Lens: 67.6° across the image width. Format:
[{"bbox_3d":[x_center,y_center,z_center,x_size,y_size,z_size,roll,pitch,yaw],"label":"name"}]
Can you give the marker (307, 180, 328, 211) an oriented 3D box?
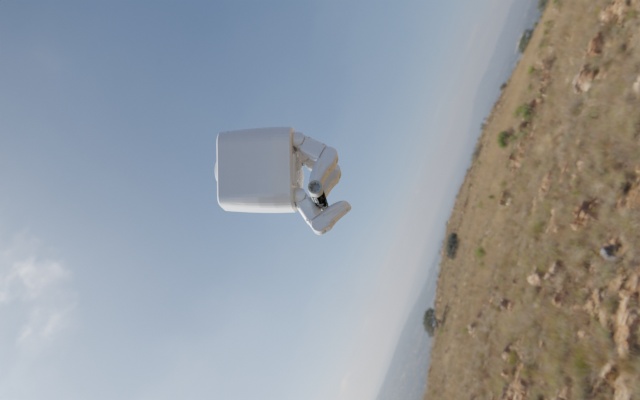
[{"bbox_3d":[0.000,0.002,0.650,0.020,0.020,0.121,0,-18,7],"label":"marker"}]
